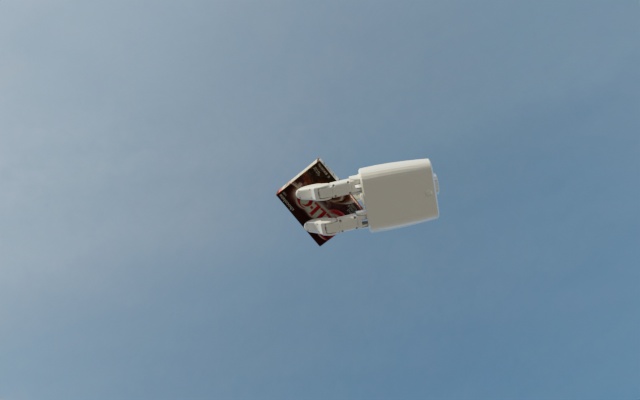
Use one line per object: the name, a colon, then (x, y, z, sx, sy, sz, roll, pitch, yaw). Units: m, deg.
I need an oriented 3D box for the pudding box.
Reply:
pudding box: (0.000, 0.002, 0.756, 0.090, 0.113, 0.039, -38, 8, 13)
